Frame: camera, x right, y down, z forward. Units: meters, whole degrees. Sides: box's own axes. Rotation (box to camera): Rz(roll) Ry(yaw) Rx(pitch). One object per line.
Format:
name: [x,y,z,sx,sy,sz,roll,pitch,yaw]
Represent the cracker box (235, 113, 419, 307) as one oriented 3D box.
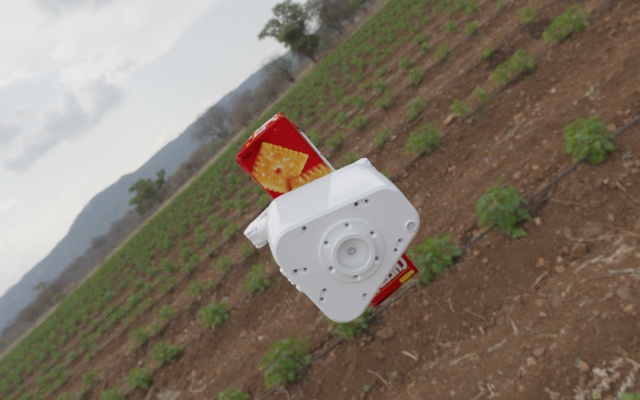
cracker box: [0.000,0.002,0.548,0.072,0.214,0.164,-41,13,2]
